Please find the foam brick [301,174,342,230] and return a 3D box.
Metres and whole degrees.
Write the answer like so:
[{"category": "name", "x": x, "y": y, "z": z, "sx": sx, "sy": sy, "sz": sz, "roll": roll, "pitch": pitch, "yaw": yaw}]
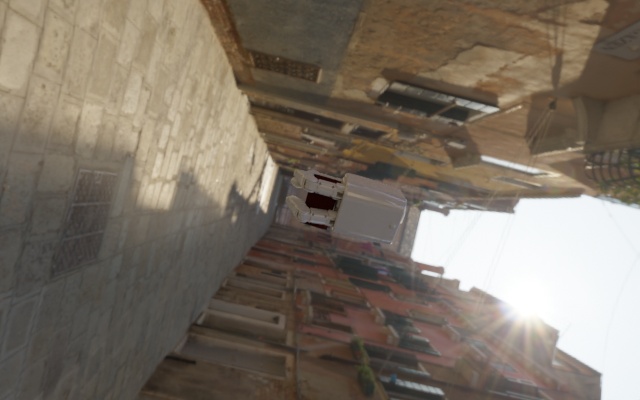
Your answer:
[{"category": "foam brick", "x": 0.000, "y": 0.003, "z": 0.846, "sx": 0.051, "sy": 0.078, "sz": 0.053, "roll": 17, "pitch": 31, "yaw": 0}]
